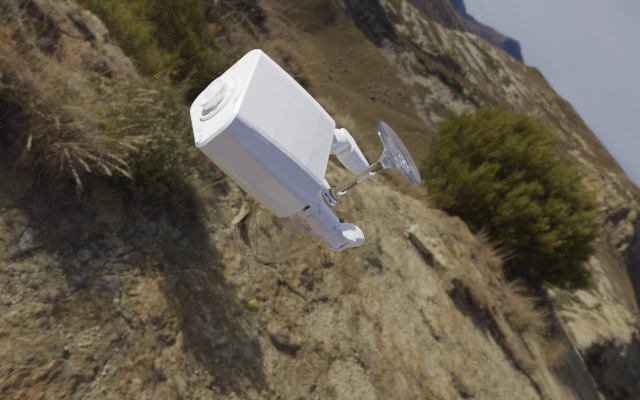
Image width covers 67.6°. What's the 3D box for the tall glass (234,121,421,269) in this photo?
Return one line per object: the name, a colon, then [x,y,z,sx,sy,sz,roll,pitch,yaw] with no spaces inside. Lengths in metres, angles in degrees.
tall glass: [0.001,0.001,0.507,0.201,0.079,0.079,-32,-14,23]
